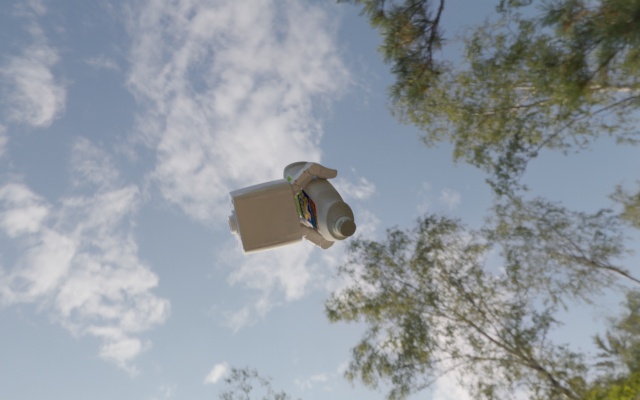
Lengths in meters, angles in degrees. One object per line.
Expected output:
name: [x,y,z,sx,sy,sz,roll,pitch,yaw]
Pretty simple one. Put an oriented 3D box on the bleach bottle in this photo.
bleach bottle: [0.000,0.003,0.858,0.068,0.102,0.250,-11,19,-17]
